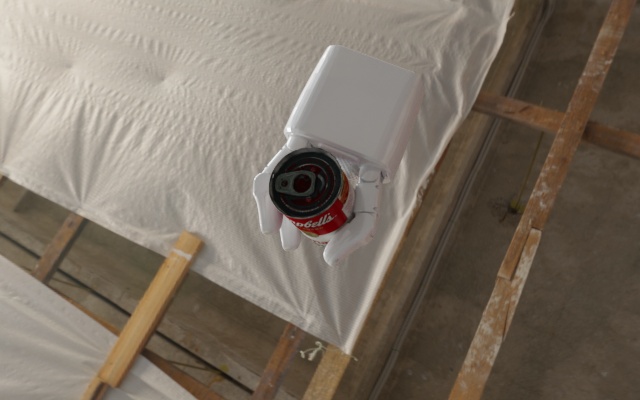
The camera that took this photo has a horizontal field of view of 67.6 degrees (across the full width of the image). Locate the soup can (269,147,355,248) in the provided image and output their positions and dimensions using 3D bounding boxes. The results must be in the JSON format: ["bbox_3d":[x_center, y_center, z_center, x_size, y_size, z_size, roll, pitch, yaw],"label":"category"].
[{"bbox_3d":[0.000,0.002,0.459,0.068,0.068,0.102,0,-21,17],"label":"soup can"}]
